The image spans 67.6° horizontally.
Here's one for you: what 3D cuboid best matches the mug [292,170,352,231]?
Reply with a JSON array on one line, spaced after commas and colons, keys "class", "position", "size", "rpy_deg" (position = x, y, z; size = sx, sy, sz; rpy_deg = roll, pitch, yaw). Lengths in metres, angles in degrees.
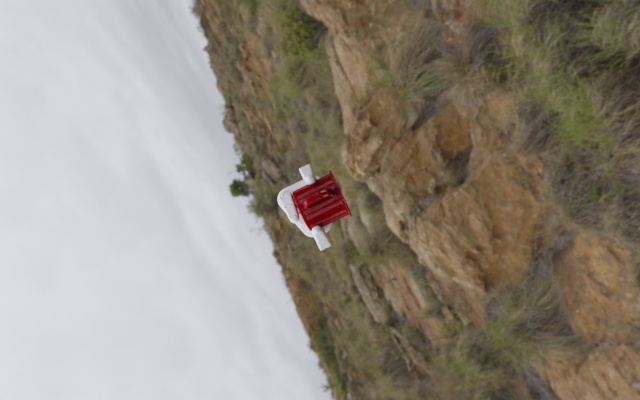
[{"class": "mug", "position": [0.000, 0.003, 0.855], "size": [0.081, 0.093, 0.117], "rpy_deg": [-25, -8, 1]}]
